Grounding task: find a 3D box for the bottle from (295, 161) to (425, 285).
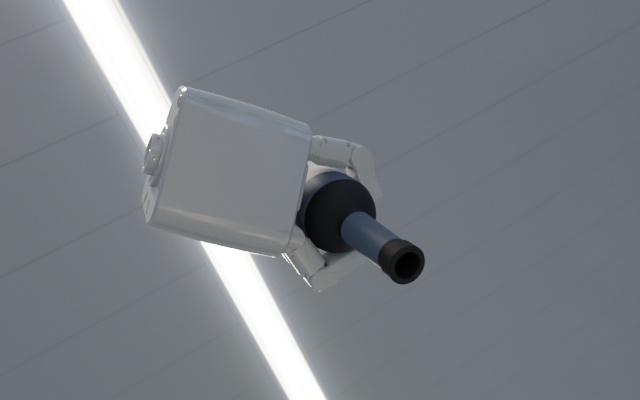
[{"bbox_3d":[0.000,0.001,0.438,0.069,0.069,0.295,0,16,-24],"label":"bottle"}]
